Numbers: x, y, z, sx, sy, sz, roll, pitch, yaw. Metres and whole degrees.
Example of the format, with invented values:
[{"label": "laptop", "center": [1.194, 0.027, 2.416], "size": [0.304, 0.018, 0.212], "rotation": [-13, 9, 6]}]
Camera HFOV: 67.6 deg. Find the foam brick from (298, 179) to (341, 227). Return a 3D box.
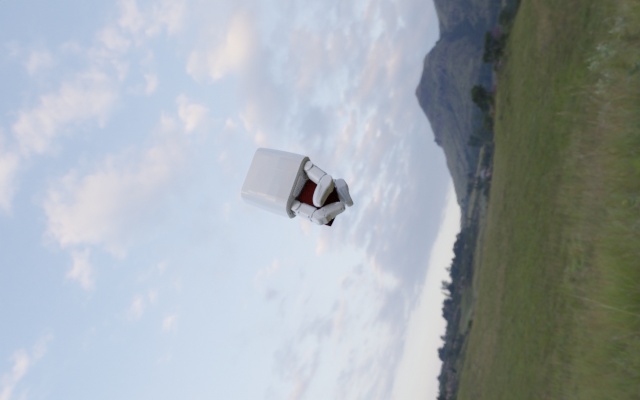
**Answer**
[{"label": "foam brick", "center": [0.000, 0.003, 0.889], "size": [0.051, 0.053, 0.078], "rotation": [17, -26, 23]}]
